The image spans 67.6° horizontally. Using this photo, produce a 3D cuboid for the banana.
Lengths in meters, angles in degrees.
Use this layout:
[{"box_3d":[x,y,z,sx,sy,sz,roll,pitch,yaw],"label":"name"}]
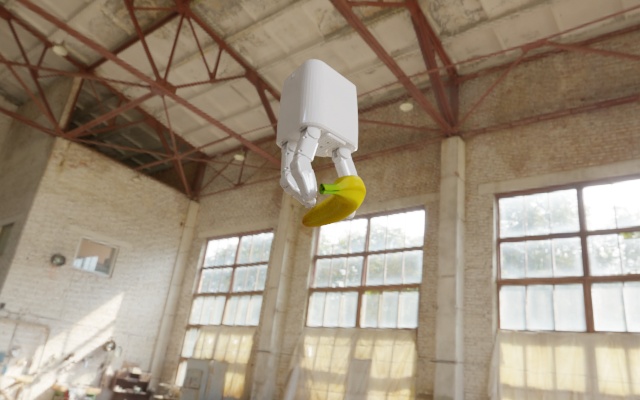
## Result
[{"box_3d":[0.019,0.001,0.632,0.069,0.037,0.198,0,-16,-8],"label":"banana"}]
